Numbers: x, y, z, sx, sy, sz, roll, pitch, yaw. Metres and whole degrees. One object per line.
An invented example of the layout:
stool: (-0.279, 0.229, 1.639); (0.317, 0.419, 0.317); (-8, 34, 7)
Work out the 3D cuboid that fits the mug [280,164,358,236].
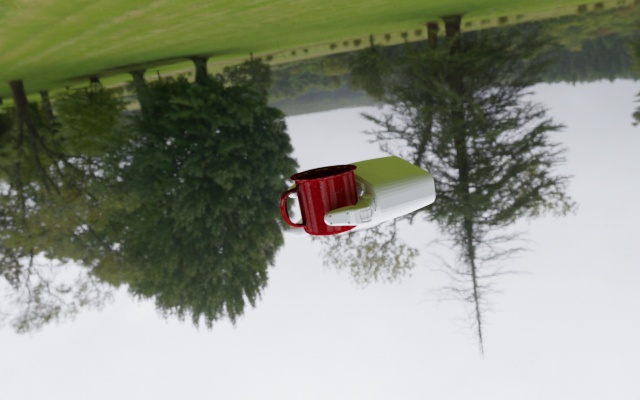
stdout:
mug: (-0.001, 0.003, 0.656); (0.117, 0.081, 0.093); (-16, 14, -26)
